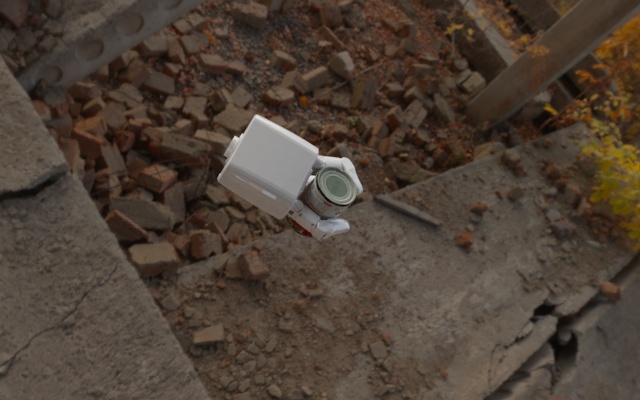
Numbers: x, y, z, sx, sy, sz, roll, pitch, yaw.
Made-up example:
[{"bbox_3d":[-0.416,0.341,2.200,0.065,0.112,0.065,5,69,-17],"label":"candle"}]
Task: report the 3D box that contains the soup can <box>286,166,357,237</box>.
[{"bbox_3d":[0.001,0.003,0.713,0.068,0.068,0.102,0,-29,-33],"label":"soup can"}]
